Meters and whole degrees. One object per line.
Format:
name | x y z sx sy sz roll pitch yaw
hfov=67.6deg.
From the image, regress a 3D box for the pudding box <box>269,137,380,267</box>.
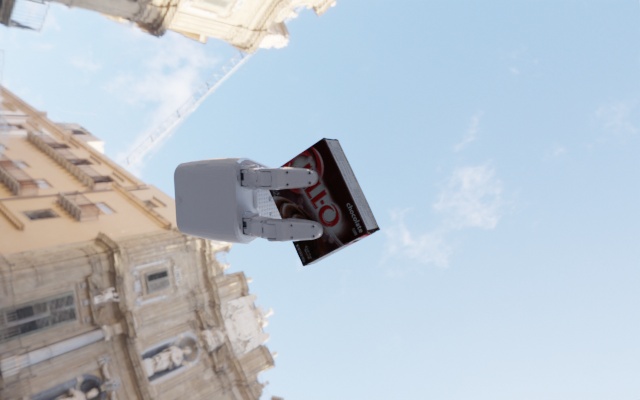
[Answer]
pudding box | 0.000 0.002 0.518 0.090 0.113 0.039 -31 -10 30
